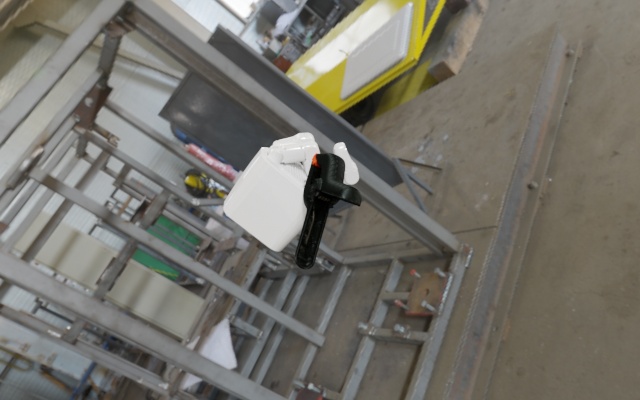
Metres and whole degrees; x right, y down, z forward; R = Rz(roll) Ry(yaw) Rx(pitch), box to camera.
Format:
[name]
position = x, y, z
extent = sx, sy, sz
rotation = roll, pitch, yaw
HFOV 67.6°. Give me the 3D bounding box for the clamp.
[clamp]
position = 0.000, 0.001, 0.589
extent = 0.039, 0.120, 0.171
rotation = 31, 21, -19
